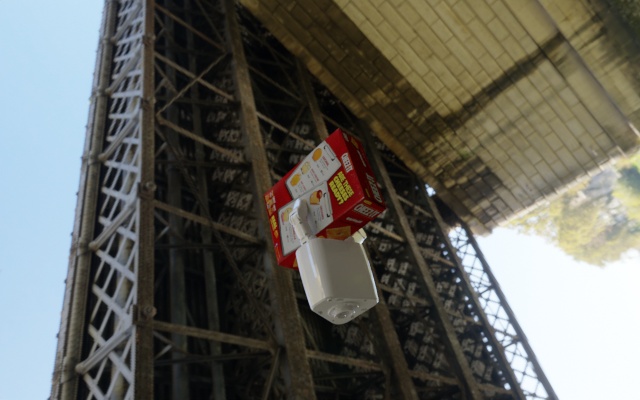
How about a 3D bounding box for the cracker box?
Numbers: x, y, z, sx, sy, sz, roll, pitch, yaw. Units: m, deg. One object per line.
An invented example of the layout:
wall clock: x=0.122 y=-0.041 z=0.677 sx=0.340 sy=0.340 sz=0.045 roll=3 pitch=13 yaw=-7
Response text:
cracker box: x=0.000 y=0.003 z=0.860 sx=0.214 sy=0.164 sz=0.072 roll=-39 pitch=-42 yaw=27
